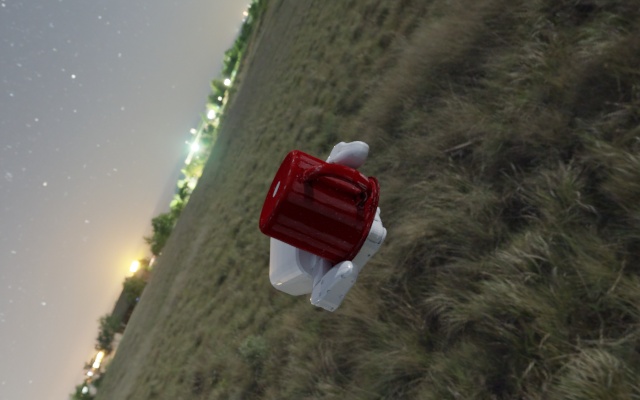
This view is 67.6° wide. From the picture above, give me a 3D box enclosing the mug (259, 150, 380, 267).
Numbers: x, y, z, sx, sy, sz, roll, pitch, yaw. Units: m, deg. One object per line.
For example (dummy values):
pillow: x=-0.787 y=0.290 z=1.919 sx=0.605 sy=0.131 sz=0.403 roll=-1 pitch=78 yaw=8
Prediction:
mug: x=0.000 y=0.001 z=0.423 sx=0.081 sy=0.093 sz=0.117 roll=23 pitch=-28 yaw=-14
